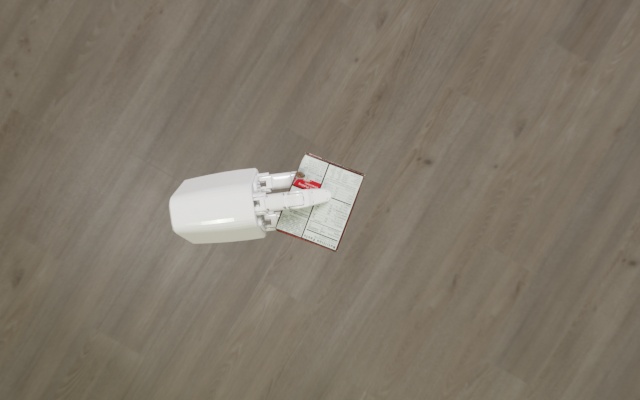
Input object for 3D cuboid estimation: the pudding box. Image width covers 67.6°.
[{"bbox_3d":[0.000,0.002,0.642,0.090,0.113,0.039,21,3,0],"label":"pudding box"}]
